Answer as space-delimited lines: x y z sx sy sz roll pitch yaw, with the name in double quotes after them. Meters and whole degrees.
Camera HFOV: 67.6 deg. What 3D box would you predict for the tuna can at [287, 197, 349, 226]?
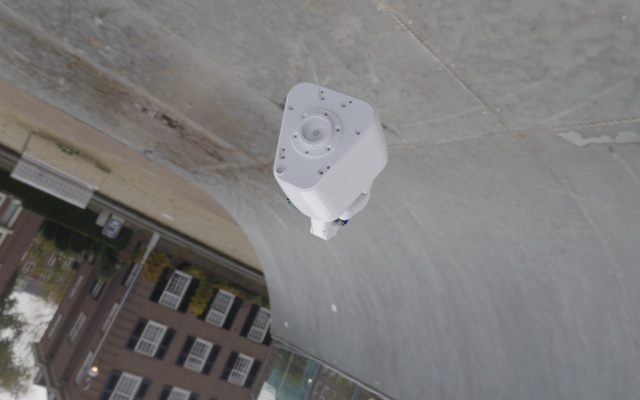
0.000 0.003 0.620 0.086 0.033 0.086 22 -8 3 "tuna can"
